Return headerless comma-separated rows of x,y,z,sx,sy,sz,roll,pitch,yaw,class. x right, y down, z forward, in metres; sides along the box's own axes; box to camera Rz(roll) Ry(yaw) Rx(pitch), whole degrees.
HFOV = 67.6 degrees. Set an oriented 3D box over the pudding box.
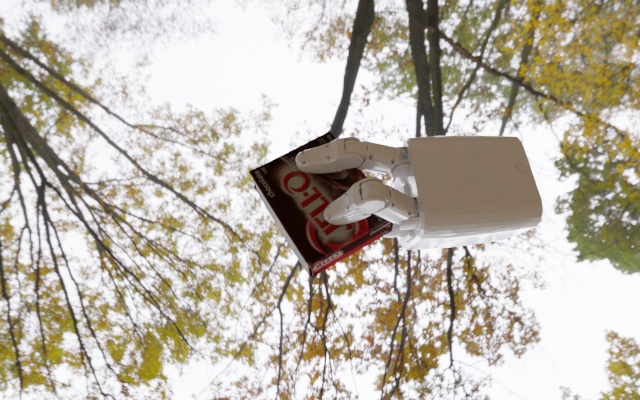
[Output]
0.000,0.002,0.441,0.090,0.113,0.039,-28,-28,-15,pudding box
